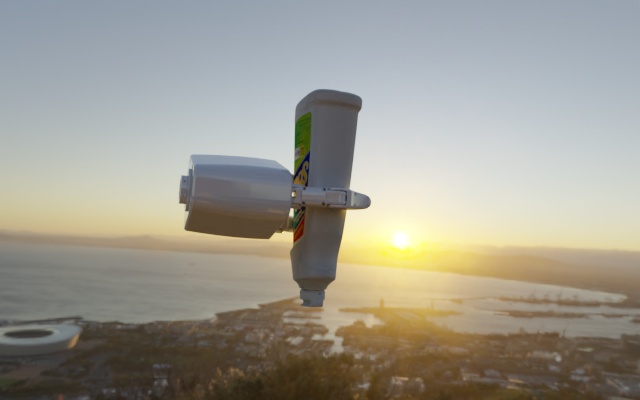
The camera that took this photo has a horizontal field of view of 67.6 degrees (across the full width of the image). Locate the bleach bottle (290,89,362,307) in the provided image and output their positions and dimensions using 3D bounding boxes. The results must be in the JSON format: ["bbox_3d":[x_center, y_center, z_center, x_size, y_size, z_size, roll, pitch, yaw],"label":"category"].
[{"bbox_3d":[0.000,0.002,0.580,0.068,0.251,0.102,5,-6,-20],"label":"bleach bottle"}]
